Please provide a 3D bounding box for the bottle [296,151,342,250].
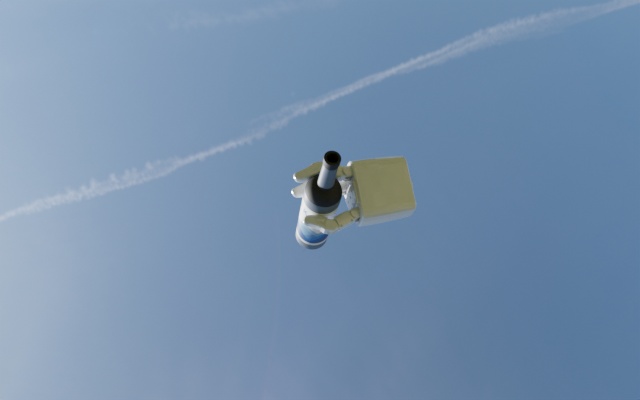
[{"bbox_3d":[0.000,0.003,0.859,0.069,0.069,0.296,0,-28,-8],"label":"bottle"}]
